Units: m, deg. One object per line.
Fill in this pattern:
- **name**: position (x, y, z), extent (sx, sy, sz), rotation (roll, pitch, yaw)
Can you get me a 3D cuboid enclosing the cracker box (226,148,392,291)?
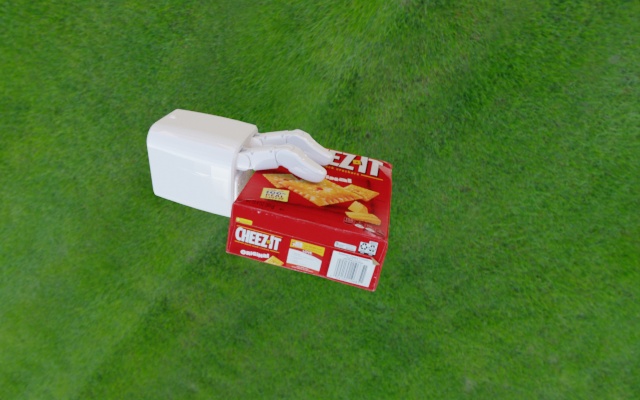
- **cracker box**: position (0.000, 0.002, 0.576), extent (0.164, 0.072, 0.213), rotation (14, 28, 3)
